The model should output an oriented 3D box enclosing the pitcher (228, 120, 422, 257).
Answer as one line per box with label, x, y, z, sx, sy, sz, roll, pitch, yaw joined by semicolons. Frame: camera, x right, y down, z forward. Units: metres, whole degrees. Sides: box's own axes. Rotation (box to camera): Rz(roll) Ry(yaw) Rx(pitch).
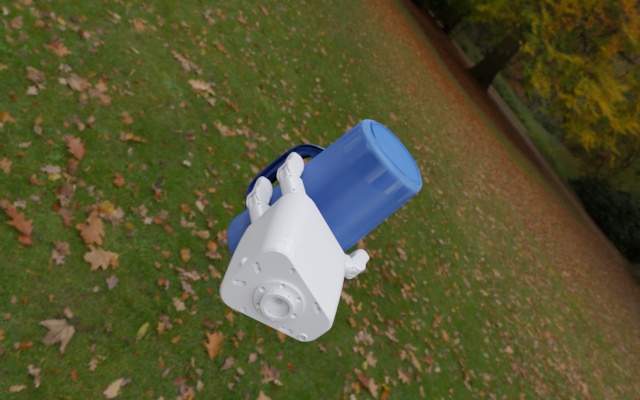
pitcher;0.000;0.002;0.617;0.243;0.149;0.145;-39;14;25
